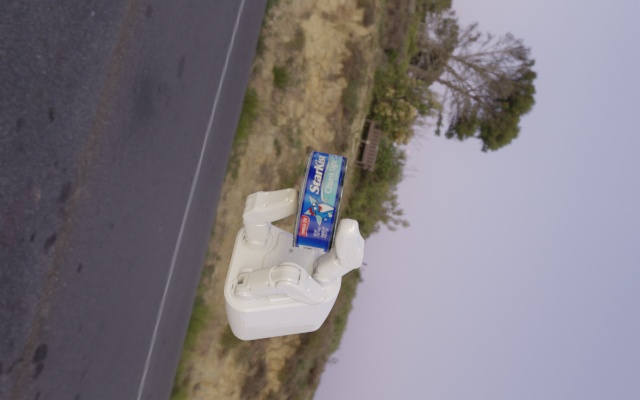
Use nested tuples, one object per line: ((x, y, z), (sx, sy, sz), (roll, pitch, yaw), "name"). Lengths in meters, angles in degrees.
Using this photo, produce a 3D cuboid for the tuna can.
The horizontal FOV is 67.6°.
((0.001, 0.001, 0.414), (0.034, 0.086, 0.086), (11, 0, 1), "tuna can")
